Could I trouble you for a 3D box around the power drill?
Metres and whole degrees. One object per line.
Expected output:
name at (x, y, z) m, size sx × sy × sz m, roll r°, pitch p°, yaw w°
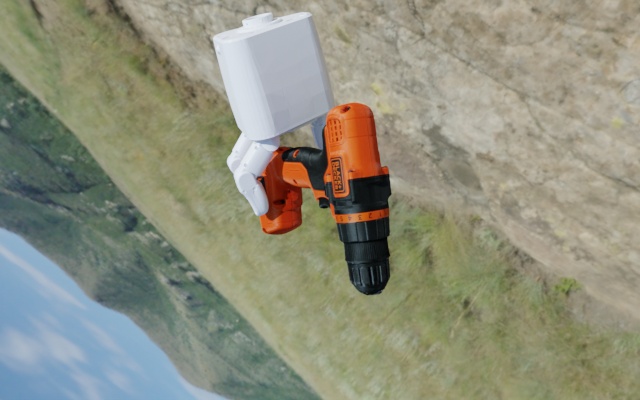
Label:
power drill at (0.000, 0.001, 0.514) m, size 0.057 × 0.184 × 0.187 m, roll -7°, pitch 3°, yaw -37°
